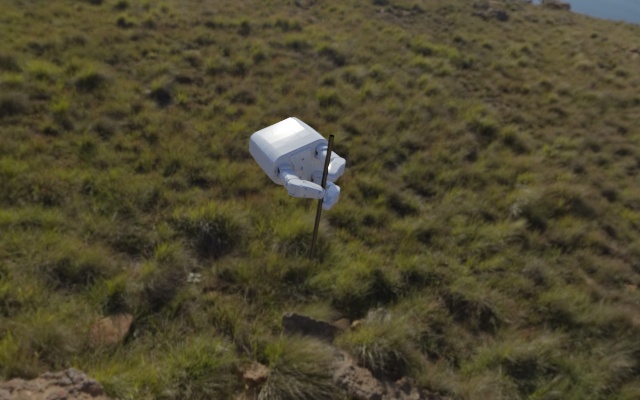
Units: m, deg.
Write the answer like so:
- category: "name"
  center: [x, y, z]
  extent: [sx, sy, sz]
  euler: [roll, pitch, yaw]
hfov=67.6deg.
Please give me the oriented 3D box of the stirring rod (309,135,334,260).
- category: "stirring rod"
  center: [0.000, 0.003, 0.784]
  extent: [0.011, 0.240, 0.011]
  euler: [7, 32, -4]
